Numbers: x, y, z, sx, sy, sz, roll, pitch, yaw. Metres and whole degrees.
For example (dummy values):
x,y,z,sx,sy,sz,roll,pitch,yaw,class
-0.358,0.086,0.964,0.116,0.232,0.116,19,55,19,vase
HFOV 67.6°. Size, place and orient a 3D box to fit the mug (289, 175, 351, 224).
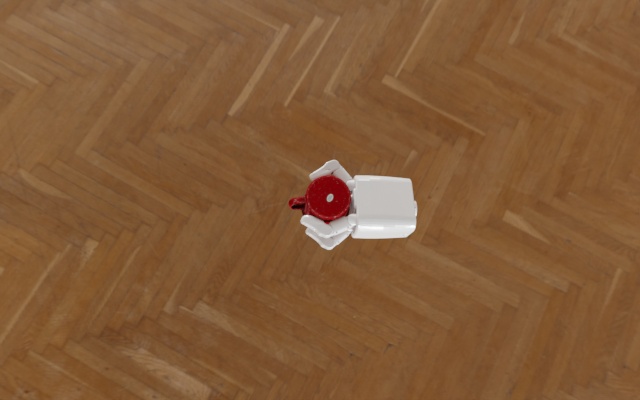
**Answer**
x,y,z,sx,sy,sz,roll,pitch,yaw,class
-0.001,0.003,0.875,0.117,0.093,0.081,1,-15,-4,mug
